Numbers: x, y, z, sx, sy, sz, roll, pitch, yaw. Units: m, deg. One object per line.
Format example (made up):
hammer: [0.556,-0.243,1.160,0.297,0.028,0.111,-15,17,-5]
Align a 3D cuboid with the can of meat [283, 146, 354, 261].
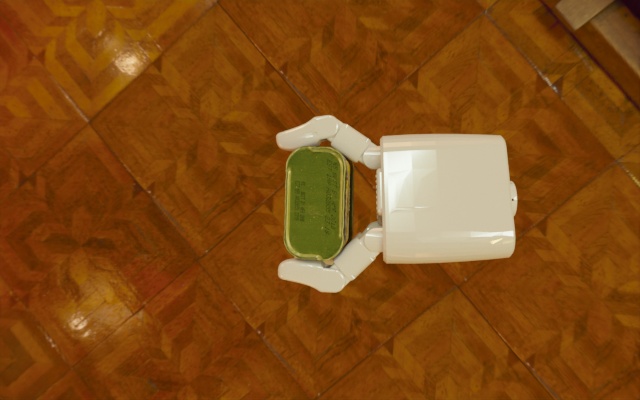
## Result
can of meat: [0.000,0.001,0.438,0.057,0.102,0.084,1,2,7]
